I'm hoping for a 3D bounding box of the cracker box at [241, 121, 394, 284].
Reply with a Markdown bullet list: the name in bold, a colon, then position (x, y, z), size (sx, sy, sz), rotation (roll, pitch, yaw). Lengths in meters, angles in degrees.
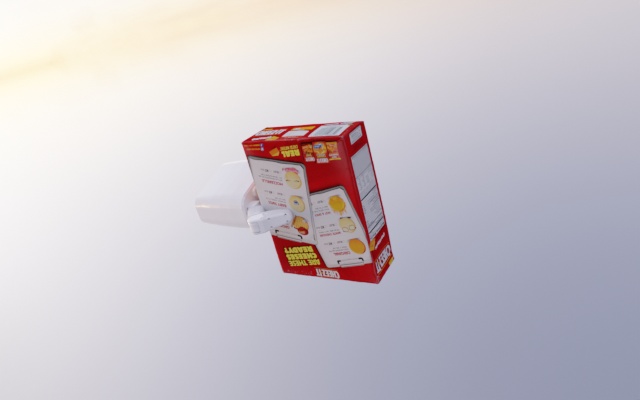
- **cracker box**: position (0.000, 0.002, 0.660), size (0.164, 0.214, 0.072), rotation (1, 29, 34)
